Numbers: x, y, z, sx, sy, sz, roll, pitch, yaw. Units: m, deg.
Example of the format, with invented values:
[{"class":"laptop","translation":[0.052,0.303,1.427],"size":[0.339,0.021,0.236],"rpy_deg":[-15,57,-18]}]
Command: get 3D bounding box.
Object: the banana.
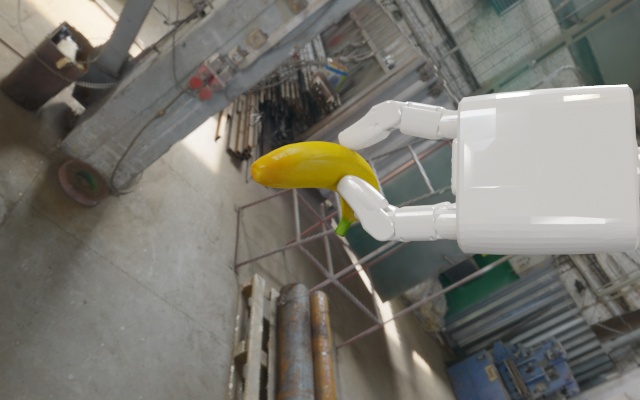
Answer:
[{"class":"banana","translation":[0.012,-0.013,0.408],"size":[0.037,0.069,0.198],"rpy_deg":[34,-2,28]}]
